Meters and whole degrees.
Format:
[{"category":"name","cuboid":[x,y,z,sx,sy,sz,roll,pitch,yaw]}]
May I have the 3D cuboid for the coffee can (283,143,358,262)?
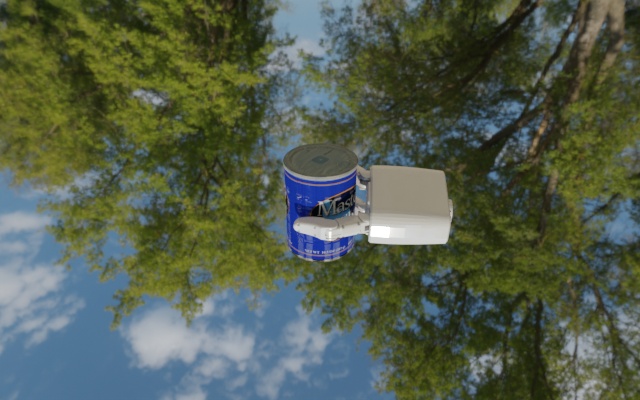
[{"category":"coffee can","cuboid":[0.000,0.002,0.688,0.103,0.140,0.102,0,32,0]}]
